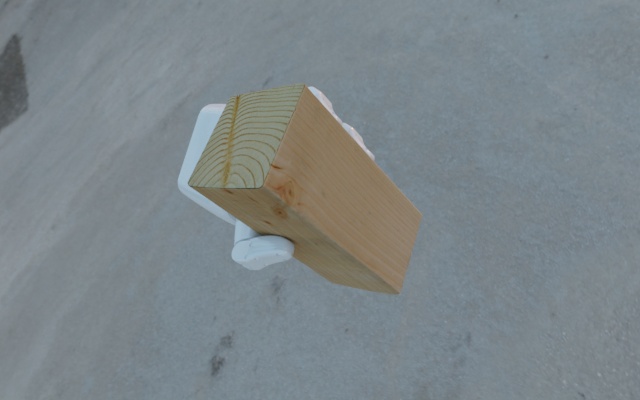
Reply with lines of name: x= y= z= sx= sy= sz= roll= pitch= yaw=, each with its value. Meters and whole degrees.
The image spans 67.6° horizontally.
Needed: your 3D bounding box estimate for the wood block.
wood block: x=0.000 y=0.002 z=0.428 sx=0.090 sy=0.090 sz=0.206 roll=3 pitch=-27 yaw=41
